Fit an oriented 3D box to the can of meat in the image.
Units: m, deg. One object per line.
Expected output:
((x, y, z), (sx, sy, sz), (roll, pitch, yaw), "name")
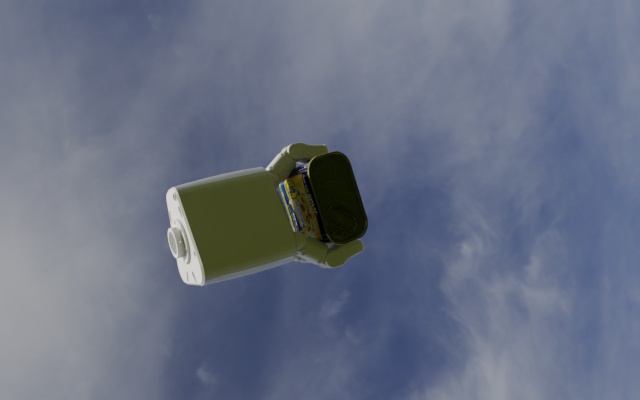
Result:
((0.000, 0.002, 0.563), (0.057, 0.102, 0.084), (-19, 2, -31), "can of meat")
